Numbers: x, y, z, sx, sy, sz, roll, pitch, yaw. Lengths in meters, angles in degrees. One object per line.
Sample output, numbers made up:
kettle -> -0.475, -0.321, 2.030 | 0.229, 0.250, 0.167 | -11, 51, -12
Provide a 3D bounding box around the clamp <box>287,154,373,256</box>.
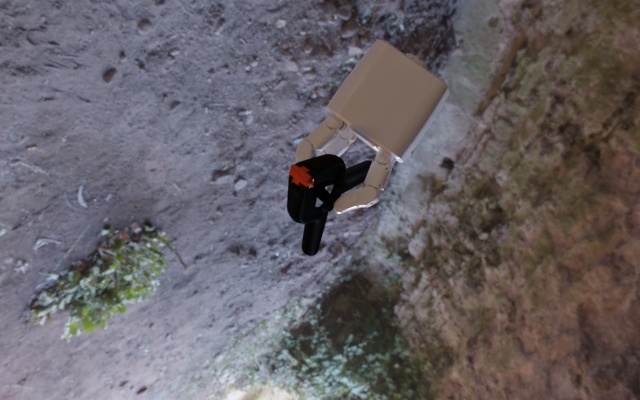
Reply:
clamp -> 0.001, 0.002, 0.612 | 0.036, 0.164, 0.210 | 35, 6, 20
